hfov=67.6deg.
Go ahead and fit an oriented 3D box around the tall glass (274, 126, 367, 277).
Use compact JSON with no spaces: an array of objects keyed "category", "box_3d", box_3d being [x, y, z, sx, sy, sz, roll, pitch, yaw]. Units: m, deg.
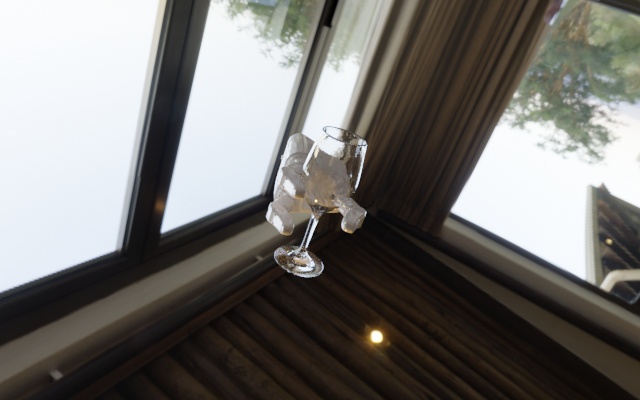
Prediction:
[{"category":"tall glass","box_3d":[0.000,0.003,0.655,0.079,0.201,0.079,17,24,-8]}]
